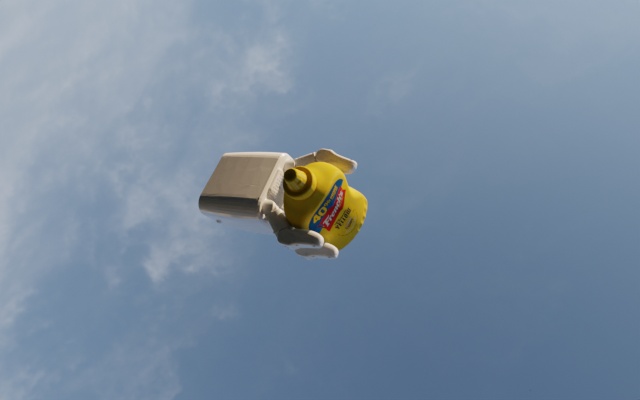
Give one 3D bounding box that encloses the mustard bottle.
[{"bbox_3d":[0.000,0.002,0.636,0.058,0.096,0.192,32,-5,30],"label":"mustard bottle"}]
